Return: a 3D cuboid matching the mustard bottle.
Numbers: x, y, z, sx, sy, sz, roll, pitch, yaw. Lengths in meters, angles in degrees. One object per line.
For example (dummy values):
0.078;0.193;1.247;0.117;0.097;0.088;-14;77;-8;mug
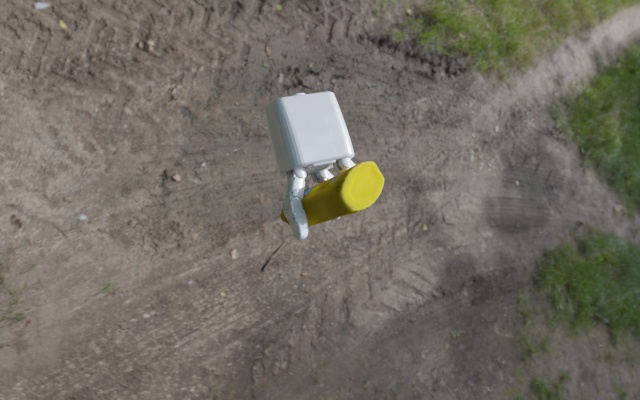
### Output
0.000;0.003;0.717;0.192;0.058;0.096;-21;17;47;mustard bottle
